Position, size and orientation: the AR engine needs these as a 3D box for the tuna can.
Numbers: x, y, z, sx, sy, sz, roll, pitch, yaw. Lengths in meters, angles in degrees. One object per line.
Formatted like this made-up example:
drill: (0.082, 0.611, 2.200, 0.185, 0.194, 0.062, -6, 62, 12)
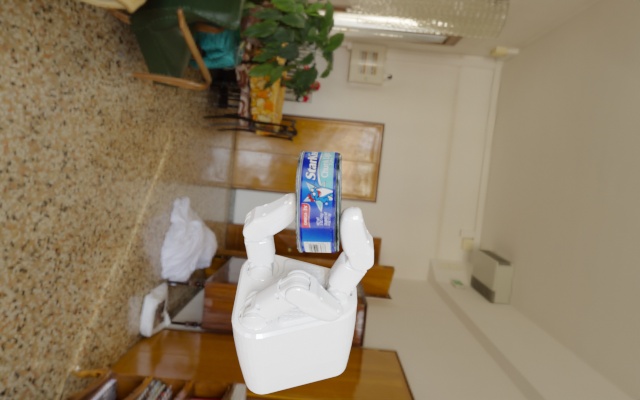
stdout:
tuna can: (0.001, 0.001, 0.402, 0.034, 0.086, 0.086, 1, 0, 4)
